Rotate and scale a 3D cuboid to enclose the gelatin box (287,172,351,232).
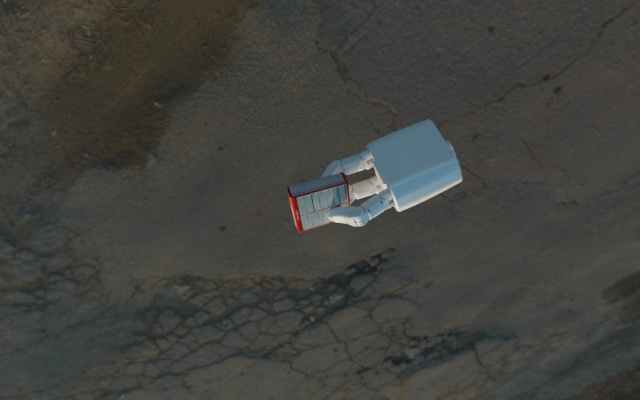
[{"bbox_3d":[0.000,0.003,0.719,0.089,0.073,0.030,-17,43,-7],"label":"gelatin box"}]
